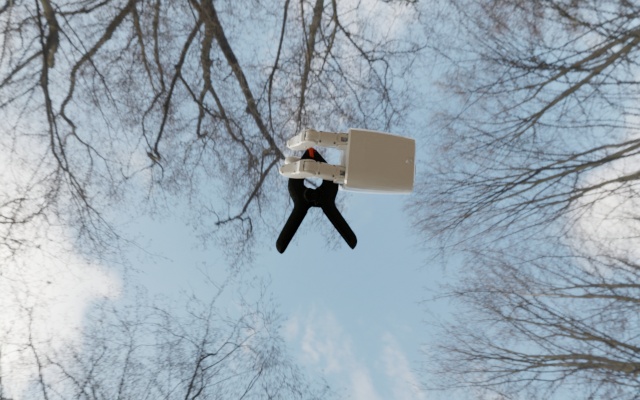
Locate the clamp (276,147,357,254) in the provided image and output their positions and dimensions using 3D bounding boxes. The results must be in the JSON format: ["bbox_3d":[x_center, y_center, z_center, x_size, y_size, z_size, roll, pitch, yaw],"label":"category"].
[{"bbox_3d":[0.000,0.002,0.731,0.120,0.171,0.039,6,-16,-2],"label":"clamp"}]
